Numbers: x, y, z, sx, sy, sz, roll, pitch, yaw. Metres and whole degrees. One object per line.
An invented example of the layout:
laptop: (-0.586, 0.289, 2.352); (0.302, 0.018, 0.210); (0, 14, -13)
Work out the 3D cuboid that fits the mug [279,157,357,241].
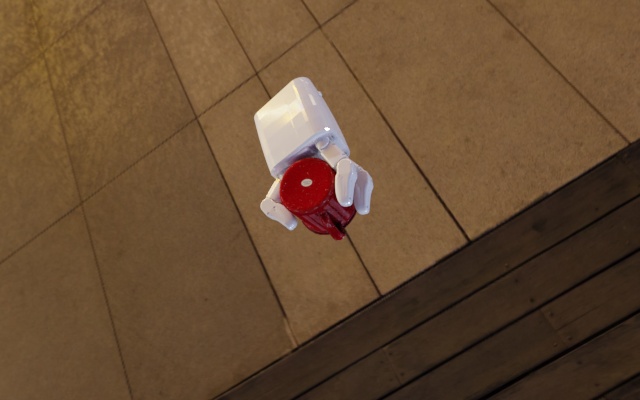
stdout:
mug: (0.000, 0.003, 0.646); (0.093, 0.117, 0.081); (-29, -28, 12)
